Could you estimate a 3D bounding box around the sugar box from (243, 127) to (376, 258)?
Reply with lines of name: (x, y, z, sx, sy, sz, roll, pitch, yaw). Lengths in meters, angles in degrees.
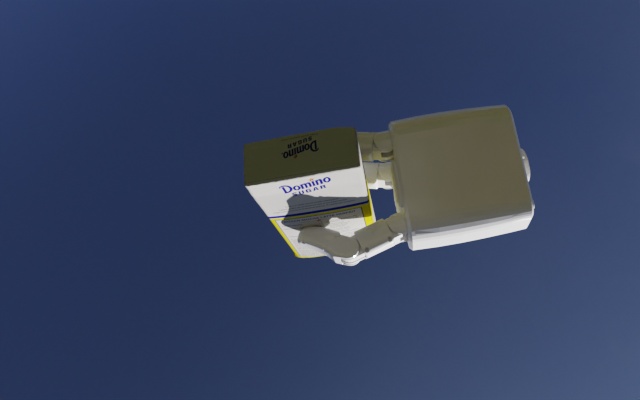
sugar box: (0.000, 0.001, 0.442, 0.093, 0.048, 0.176, -9, -29, 7)
